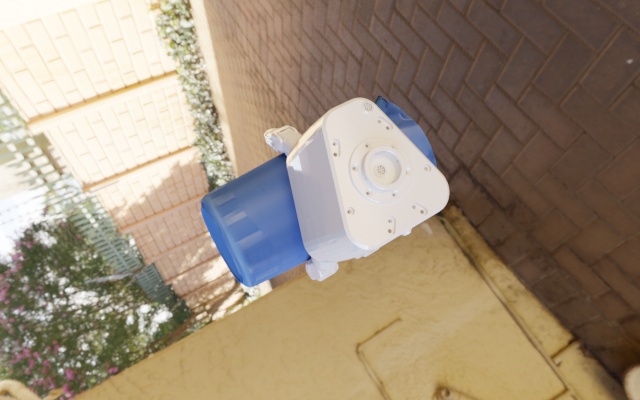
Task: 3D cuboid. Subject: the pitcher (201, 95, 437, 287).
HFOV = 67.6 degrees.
[{"bbox_3d":[0.000,0.002,0.538,0.243,0.149,0.145,-28,0,-19],"label":"pitcher"}]
